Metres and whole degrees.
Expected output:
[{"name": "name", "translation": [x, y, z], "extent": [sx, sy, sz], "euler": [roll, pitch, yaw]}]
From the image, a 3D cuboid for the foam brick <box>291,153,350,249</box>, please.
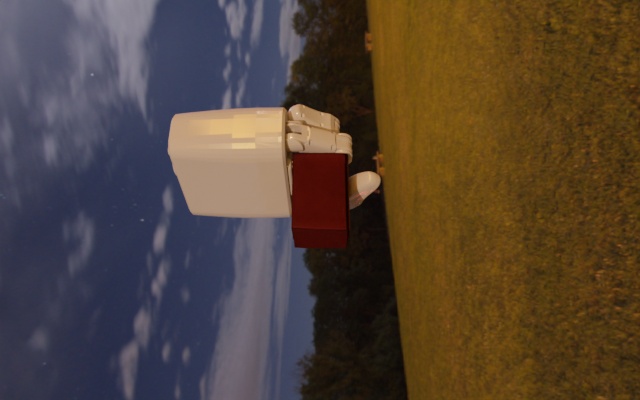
[{"name": "foam brick", "translation": [0.000, 0.002, 0.447], "extent": [0.051, 0.078, 0.053], "euler": [0, -25, 0]}]
